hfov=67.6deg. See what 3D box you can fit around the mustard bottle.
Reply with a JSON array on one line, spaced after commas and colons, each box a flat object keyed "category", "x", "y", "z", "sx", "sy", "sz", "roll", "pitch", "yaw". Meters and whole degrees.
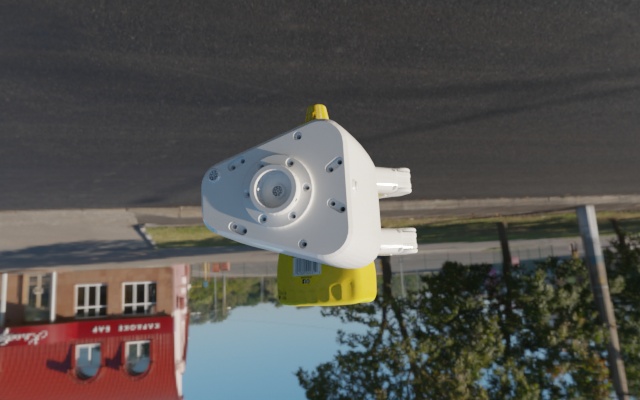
[{"category": "mustard bottle", "x": 0.000, "y": 0.002, "z": 0.455, "sx": 0.096, "sy": 0.191, "sz": 0.058, "roll": -11, "pitch": -12, "yaw": 38}]
